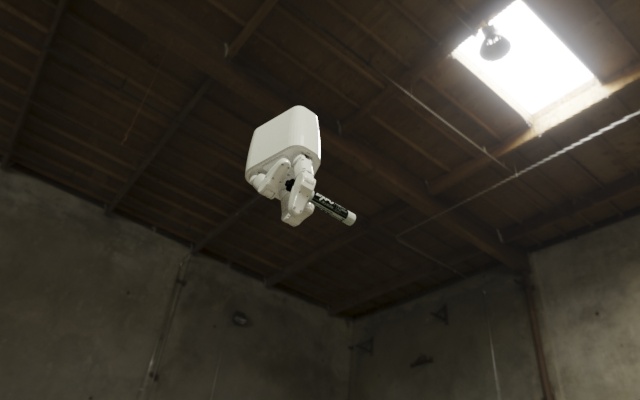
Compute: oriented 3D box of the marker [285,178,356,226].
[{"bbox_3d":[0.000,0.002,0.676,0.121,0.020,0.020,30,-15,-28],"label":"marker"}]
